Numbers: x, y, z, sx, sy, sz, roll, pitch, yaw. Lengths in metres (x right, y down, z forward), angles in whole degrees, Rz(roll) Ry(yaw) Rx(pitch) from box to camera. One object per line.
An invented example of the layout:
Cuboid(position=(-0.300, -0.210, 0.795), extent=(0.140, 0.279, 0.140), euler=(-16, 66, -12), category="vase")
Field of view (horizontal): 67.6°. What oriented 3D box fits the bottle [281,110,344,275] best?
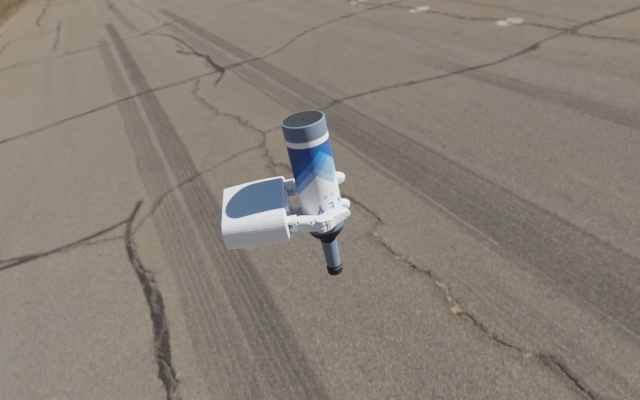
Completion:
Cuboid(position=(0.000, 0.002, 0.784), extent=(0.069, 0.296, 0.069), euler=(-9, 31, 5), category="bottle")
